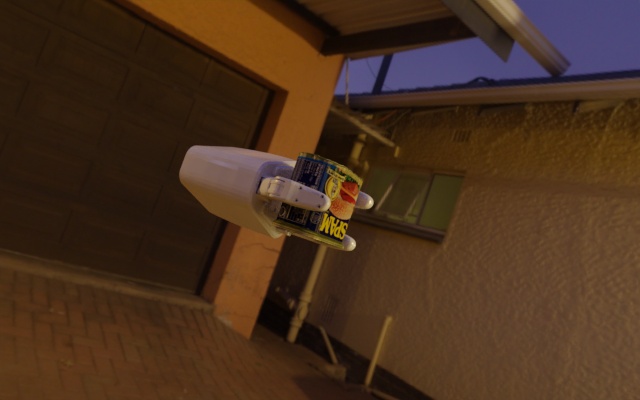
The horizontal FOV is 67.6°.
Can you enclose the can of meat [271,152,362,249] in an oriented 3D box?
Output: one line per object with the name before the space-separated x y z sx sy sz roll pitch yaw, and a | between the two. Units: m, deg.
can of meat | 0.000 0.001 0.530 0.057 0.084 0.102 16 -6 27
